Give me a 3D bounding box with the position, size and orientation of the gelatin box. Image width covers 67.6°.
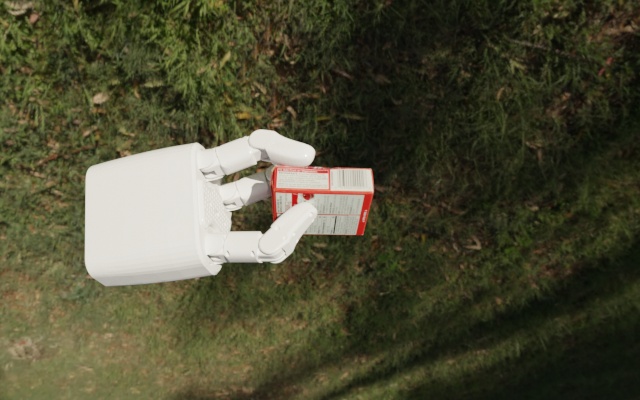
[{"bbox_3d":[0.000,0.002,0.439,0.089,0.030,0.073,1,-35,-2],"label":"gelatin box"}]
